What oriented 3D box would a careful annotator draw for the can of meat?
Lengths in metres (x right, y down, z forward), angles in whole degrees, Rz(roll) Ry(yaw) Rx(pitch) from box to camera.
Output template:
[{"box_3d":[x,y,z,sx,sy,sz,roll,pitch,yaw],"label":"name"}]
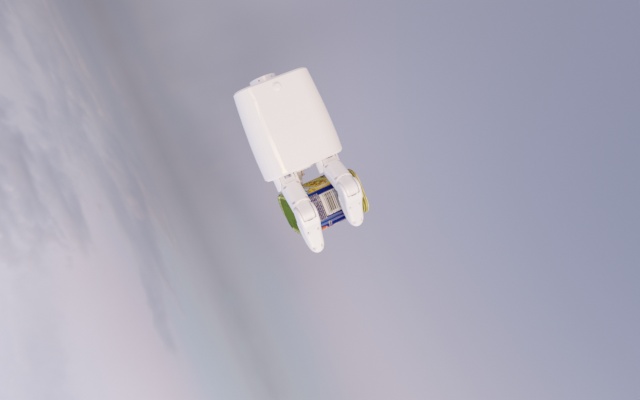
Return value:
[{"box_3d":[0.000,0.002,0.602,0.084,0.057,0.102,-24,11,-14],"label":"can of meat"}]
